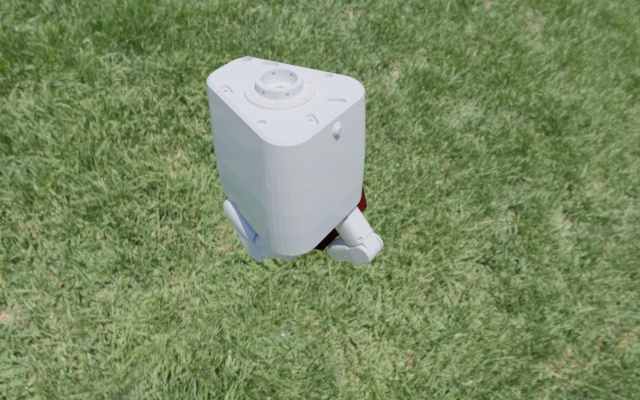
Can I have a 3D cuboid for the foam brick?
[{"bbox_3d":[0.000,0.001,0.464,0.053,0.051,0.078,14,43,39],"label":"foam brick"}]
